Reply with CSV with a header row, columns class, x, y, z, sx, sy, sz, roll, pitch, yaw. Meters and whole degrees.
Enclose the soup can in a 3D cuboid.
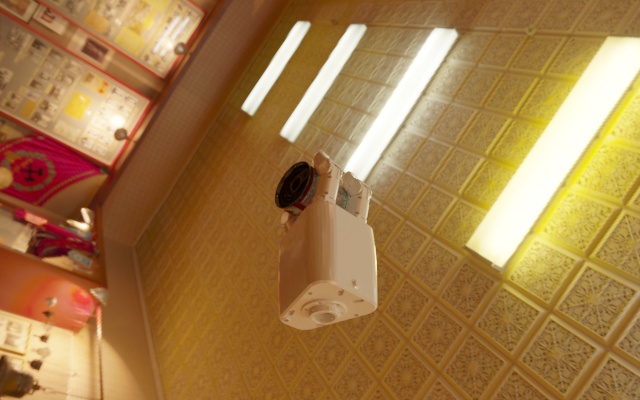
class,x,y,z,sx,sy,sz,roll,pitch,yaw
soup can,0.000,0.002,0.633,0.102,0.068,0.068,32,-18,-32
